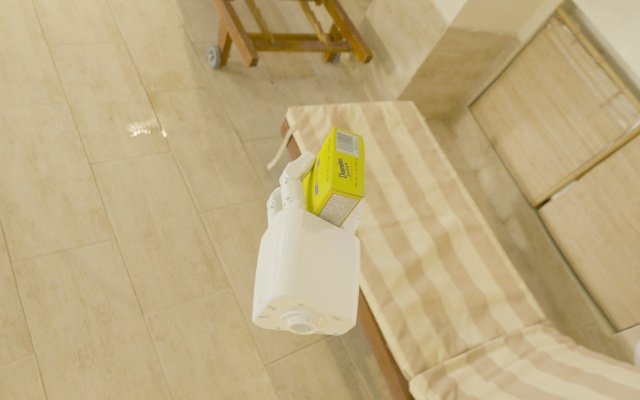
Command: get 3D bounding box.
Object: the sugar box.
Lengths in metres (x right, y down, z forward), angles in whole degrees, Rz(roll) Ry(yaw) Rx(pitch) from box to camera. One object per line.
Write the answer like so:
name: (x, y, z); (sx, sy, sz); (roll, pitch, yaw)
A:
sugar box: (0.000, 0.002, 0.591); (0.048, 0.093, 0.176); (16, -38, -16)
